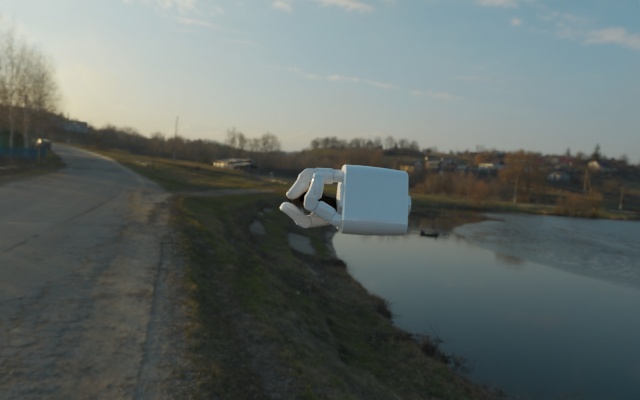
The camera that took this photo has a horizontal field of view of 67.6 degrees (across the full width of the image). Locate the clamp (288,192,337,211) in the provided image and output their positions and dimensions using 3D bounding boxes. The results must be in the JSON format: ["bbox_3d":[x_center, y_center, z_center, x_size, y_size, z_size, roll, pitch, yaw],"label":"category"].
[{"bbox_3d":[0.000,0.002,0.856,0.120,0.039,0.171,4,3,-3],"label":"clamp"}]
